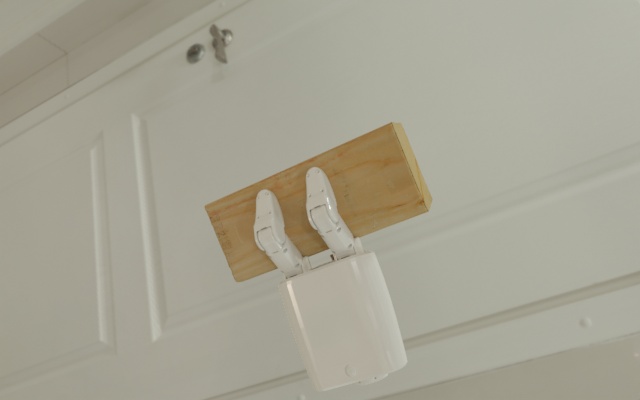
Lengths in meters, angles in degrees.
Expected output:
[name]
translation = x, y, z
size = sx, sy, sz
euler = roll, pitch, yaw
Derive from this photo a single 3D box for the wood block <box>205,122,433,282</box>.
[wood block]
translation = 0.000, 0.002, 0.495
size = 0.206, 0.090, 0.091
euler = -22, 1, 17
